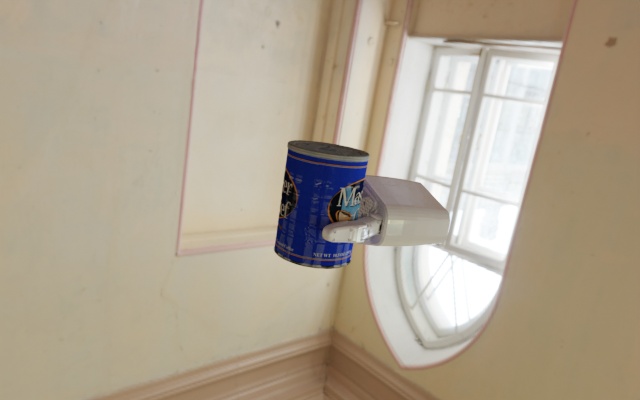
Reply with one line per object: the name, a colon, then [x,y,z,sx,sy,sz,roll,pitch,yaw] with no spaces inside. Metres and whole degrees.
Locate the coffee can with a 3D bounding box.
coffee can: [0.000,0.002,0.605,0.103,0.140,0.102,8,13,-2]
